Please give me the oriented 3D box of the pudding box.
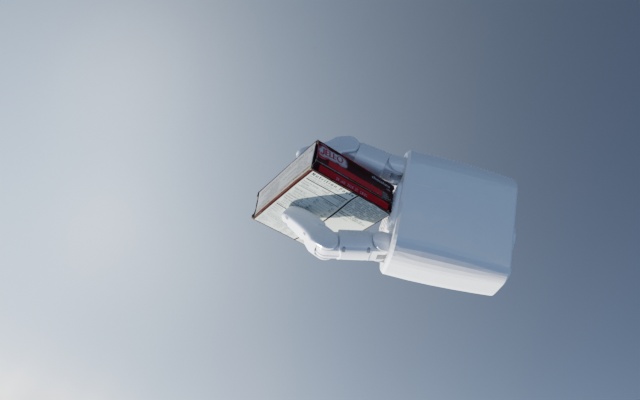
[{"bbox_3d":[0.000,0.002,0.456,0.090,0.039,0.113,30,-41,-22],"label":"pudding box"}]
